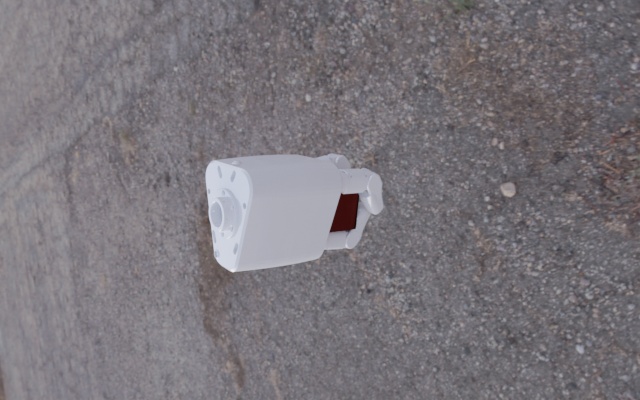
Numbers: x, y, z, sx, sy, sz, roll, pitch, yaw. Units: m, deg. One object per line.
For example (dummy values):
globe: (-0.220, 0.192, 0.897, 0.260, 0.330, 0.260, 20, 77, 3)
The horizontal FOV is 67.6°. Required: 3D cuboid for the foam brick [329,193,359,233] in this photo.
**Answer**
foam brick: (0.000, 0.002, 0.556, 0.051, 0.053, 0.078, -4, 14, -39)
